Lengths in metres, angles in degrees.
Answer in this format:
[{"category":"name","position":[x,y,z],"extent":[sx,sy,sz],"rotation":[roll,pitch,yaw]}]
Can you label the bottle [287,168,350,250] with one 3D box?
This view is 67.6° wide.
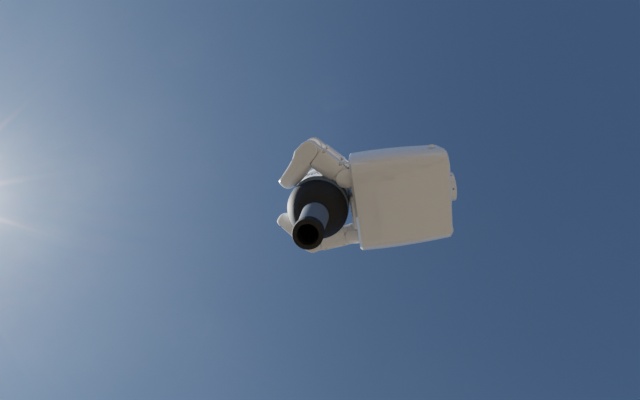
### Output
[{"category":"bottle","position":[0.000,0.002,0.550],"extent":[0.069,0.069,0.295],"rotation":[0,11,4]}]
